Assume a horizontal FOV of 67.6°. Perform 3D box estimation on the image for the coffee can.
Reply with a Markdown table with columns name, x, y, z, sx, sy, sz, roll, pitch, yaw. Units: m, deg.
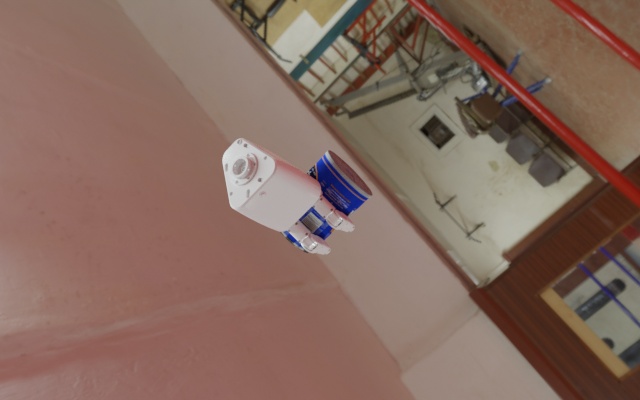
| name | x | y | z | sx | sy | sz | roll | pitch | yaw |
| --- | --- | --- | --- | --- | --- | --- | --- | --- | --- |
| coffee can | 0.000 | 0.002 | 0.785 | 0.140 | 0.103 | 0.103 | -44 | -12 | 12 |
